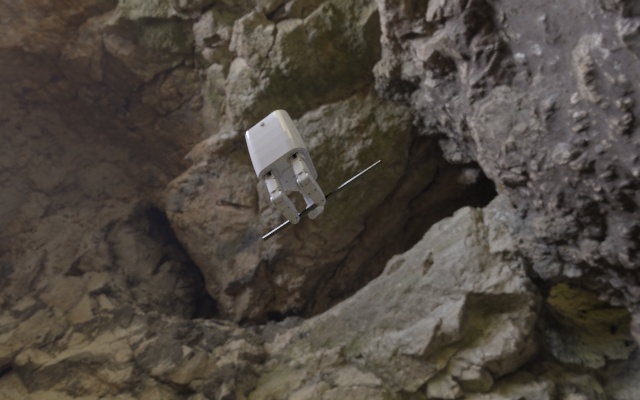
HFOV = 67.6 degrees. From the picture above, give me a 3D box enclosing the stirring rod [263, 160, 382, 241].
[{"bbox_3d":[0.000,0.003,0.796,0.239,0.011,0.011,-33,-9,14],"label":"stirring rod"}]
